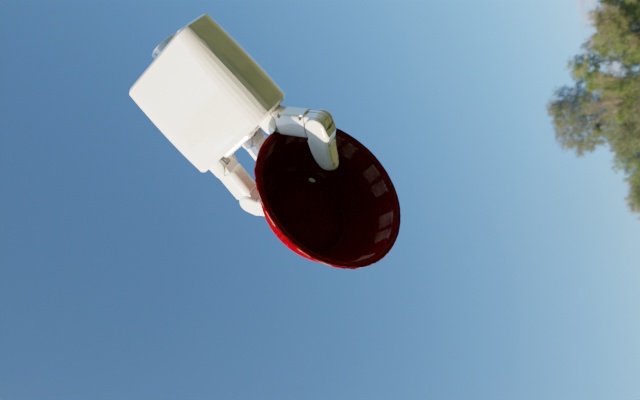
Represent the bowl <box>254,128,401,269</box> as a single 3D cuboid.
[{"bbox_3d":[0.001,0.003,0.480,0.162,0.162,0.055,0,-28,-33],"label":"bowl"}]
